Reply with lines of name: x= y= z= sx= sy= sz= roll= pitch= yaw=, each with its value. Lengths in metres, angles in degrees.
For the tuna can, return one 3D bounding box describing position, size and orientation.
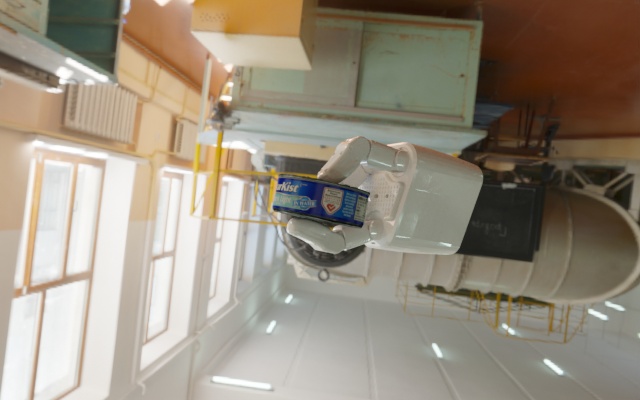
tuna can: x=0.000 y=0.002 z=0.434 sx=0.086 sy=0.034 sz=0.086 roll=11 pitch=-3 yaw=1
